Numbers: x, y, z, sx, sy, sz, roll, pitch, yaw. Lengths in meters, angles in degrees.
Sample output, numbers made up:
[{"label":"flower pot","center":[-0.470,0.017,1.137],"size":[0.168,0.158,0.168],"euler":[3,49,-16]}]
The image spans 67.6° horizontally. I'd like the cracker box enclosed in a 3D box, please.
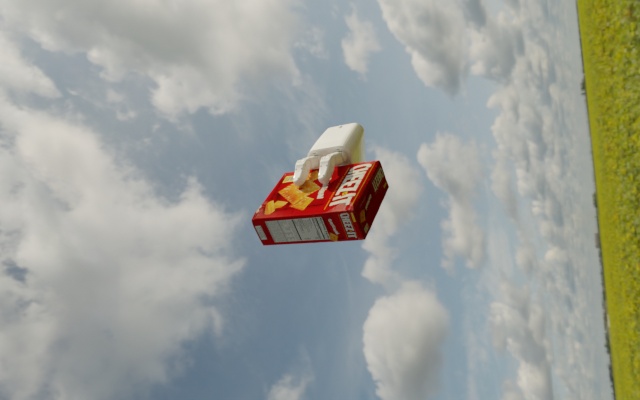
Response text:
[{"label":"cracker box","center":[0.000,0.003,0.890],"size":[0.214,0.072,0.164],"euler":[-6,32,29]}]
